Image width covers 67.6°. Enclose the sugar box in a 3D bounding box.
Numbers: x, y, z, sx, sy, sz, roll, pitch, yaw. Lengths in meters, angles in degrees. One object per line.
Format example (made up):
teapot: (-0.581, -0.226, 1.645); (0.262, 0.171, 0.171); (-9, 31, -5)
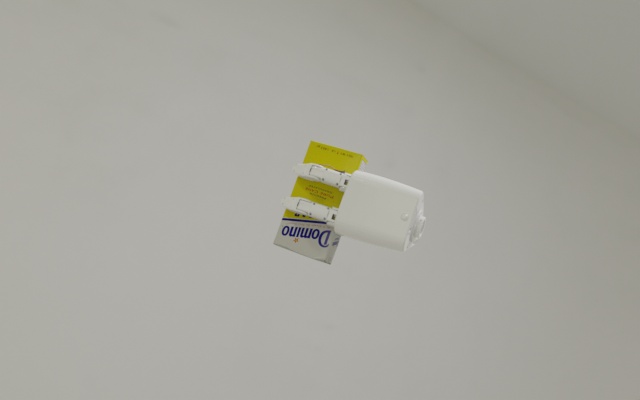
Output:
sugar box: (0.000, 0.002, 0.752); (0.093, 0.176, 0.048); (17, -8, 20)
